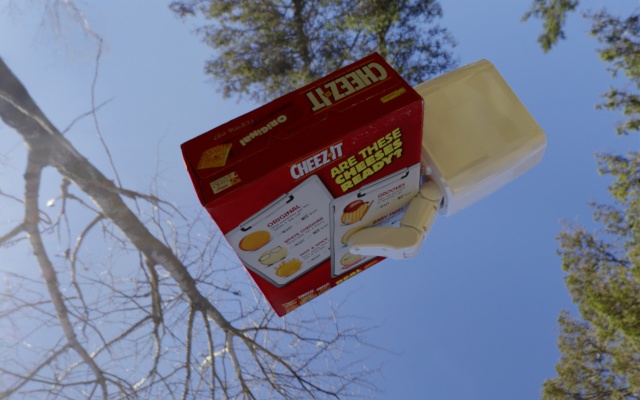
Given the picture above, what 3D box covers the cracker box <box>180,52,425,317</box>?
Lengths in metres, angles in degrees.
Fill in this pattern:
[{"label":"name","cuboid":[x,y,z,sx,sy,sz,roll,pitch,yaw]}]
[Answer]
[{"label":"cracker box","cuboid":[0.000,0.002,0.413,0.164,0.072,0.214,-27,-33,-8]}]
